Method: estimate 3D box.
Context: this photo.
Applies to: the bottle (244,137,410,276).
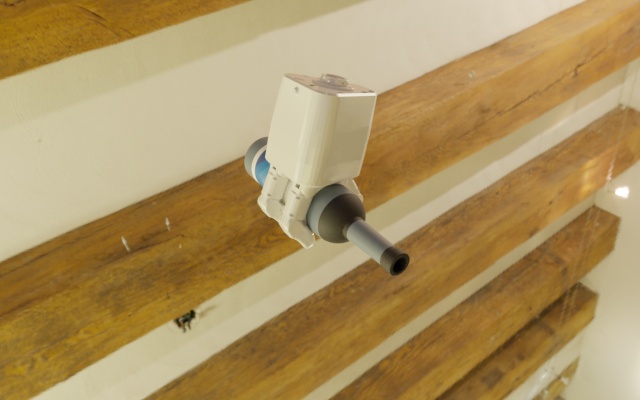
[{"bbox_3d":[0.000,0.002,0.591,0.069,0.069,0.295,0,26,-38],"label":"bottle"}]
